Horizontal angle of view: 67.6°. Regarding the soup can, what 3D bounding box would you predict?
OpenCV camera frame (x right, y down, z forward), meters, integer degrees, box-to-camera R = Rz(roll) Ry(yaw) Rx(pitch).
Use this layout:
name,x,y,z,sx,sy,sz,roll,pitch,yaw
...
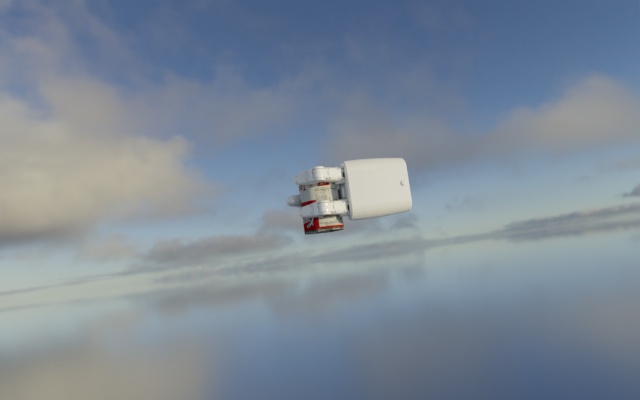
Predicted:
name,x,y,z,sx,sy,sz,roll,pitch,yaw
soup can,0.000,0.002,0.804,0.068,0.102,0.068,-8,-7,-1
